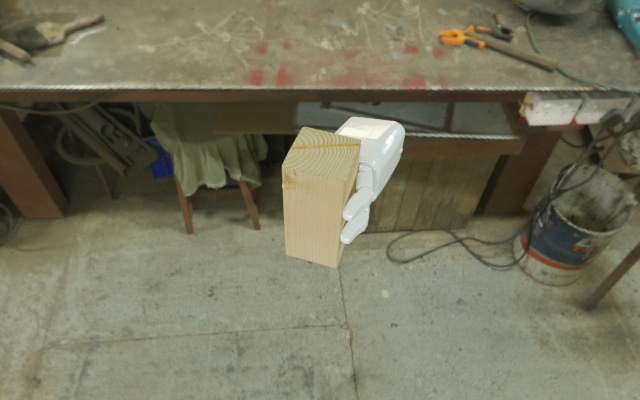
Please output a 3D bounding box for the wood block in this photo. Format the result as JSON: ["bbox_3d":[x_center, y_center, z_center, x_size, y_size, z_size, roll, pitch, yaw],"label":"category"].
[{"bbox_3d":[0.000,0.002,0.727,0.091,0.090,0.206,14,-40,10],"label":"wood block"}]
